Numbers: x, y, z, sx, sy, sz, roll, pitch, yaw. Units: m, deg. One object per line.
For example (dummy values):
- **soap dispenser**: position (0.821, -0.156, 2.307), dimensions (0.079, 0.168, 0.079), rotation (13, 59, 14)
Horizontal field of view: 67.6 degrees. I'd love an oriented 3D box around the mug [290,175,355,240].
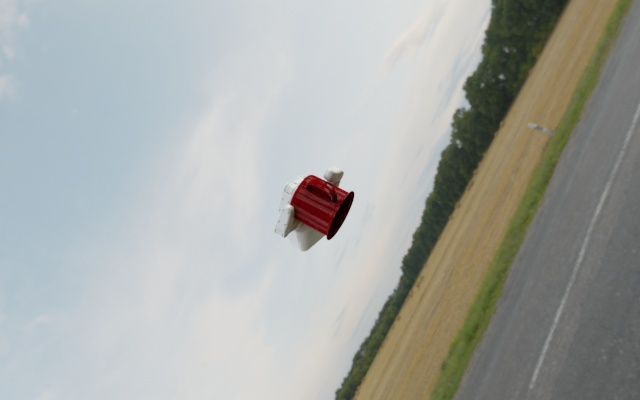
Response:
- **mug**: position (0.000, 0.002, 0.797), dimensions (0.081, 0.093, 0.117), rotation (28, -23, 14)
